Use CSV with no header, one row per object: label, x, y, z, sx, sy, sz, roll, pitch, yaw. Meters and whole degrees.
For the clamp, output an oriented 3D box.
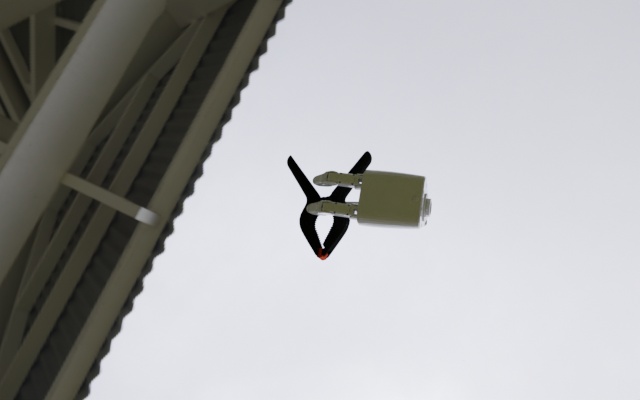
clamp,0.001,0.004,0.879,0.164,0.210,0.036,5,-16,20
